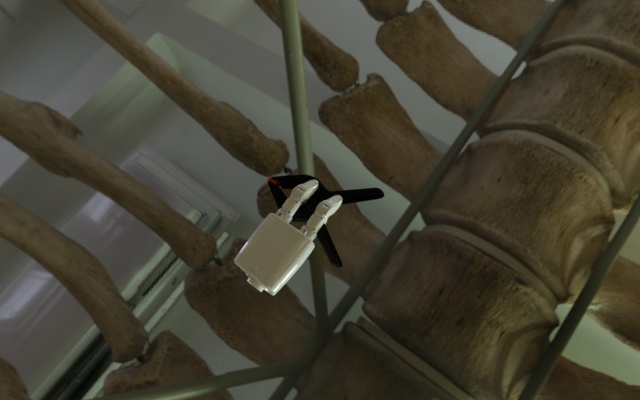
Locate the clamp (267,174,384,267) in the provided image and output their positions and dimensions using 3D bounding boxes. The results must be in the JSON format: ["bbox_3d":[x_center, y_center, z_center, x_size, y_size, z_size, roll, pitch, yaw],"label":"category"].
[{"bbox_3d":[0.000,0.003,0.870,0.210,0.164,0.036,33,-19,20],"label":"clamp"}]
